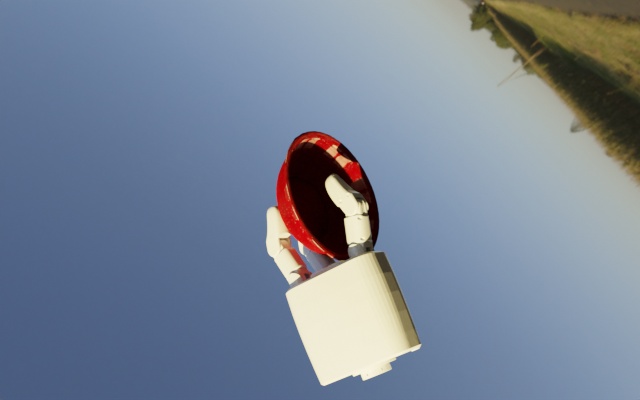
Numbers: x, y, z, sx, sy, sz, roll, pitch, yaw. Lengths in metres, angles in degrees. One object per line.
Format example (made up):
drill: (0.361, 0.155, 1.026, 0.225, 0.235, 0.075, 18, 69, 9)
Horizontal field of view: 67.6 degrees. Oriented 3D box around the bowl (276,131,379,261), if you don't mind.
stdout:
bowl: (0.000, 0.001, 0.567, 0.055, 0.162, 0.162, -24, -15, 37)
